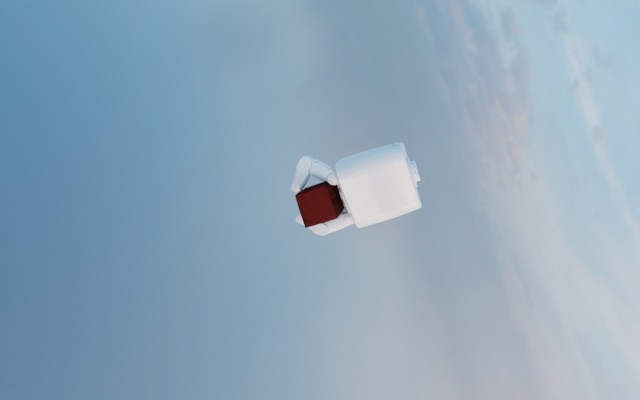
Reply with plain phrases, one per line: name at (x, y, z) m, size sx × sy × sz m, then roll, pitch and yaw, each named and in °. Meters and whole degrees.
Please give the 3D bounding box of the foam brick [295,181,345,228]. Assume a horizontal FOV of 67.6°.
foam brick at (0.000, 0.003, 0.733) m, size 0.051 × 0.053 × 0.078 m, roll -17°, pitch 8°, yaw 14°
